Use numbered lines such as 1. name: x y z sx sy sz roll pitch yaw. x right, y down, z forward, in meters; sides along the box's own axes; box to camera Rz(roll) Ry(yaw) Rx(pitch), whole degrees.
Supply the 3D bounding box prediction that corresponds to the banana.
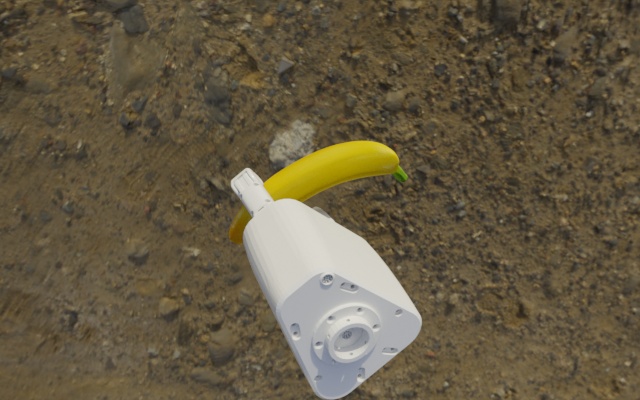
1. banana: 0.000 -0.016 0.465 0.198 0.070 0.037 -19 30 -13
